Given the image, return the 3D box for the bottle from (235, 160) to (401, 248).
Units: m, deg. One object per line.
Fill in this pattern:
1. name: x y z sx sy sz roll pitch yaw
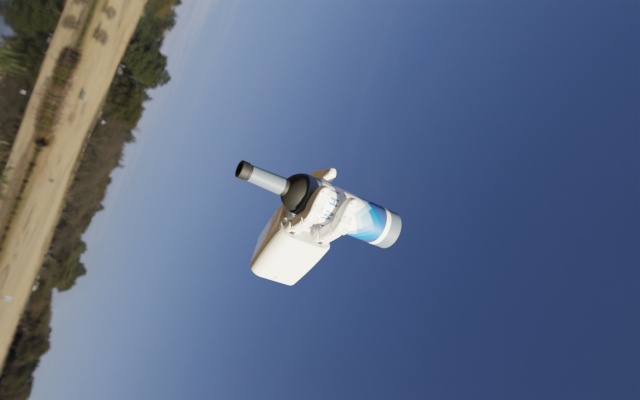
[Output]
1. bottle: 0.000 0.003 0.771 0.296 0.069 0.069 22 -11 -28
